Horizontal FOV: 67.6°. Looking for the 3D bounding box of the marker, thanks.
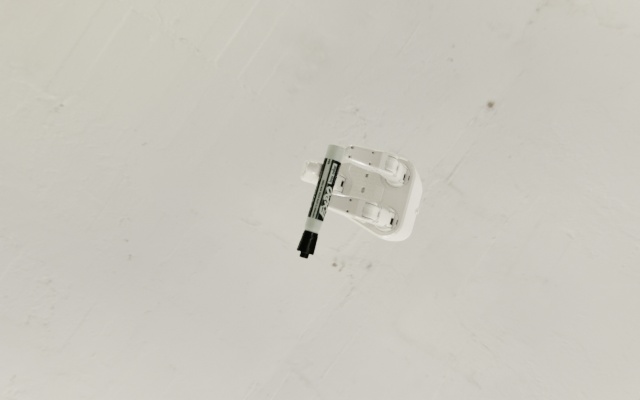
[{"bbox_3d":[0.000,0.002,0.497,0.020,0.121,0.020,17,-4,1],"label":"marker"}]
